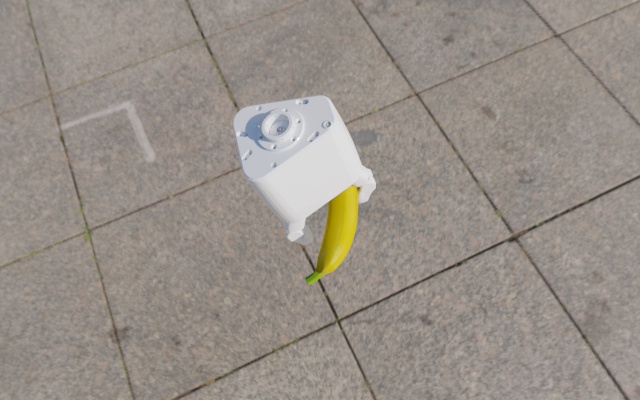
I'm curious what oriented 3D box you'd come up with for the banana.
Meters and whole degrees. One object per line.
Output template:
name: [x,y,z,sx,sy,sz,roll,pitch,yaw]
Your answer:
banana: [0.016,0.004,0.596,0.069,0.197,0.037,-5,-22,30]
